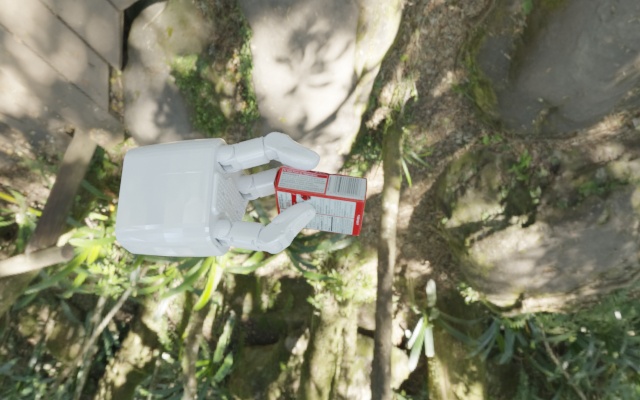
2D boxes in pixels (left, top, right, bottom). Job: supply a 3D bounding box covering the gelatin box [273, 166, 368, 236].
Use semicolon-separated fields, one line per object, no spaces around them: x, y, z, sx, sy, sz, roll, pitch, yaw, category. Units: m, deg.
0.000;0.002;0.482;0.089;0.030;0.073;8;-31;5;gelatin box
